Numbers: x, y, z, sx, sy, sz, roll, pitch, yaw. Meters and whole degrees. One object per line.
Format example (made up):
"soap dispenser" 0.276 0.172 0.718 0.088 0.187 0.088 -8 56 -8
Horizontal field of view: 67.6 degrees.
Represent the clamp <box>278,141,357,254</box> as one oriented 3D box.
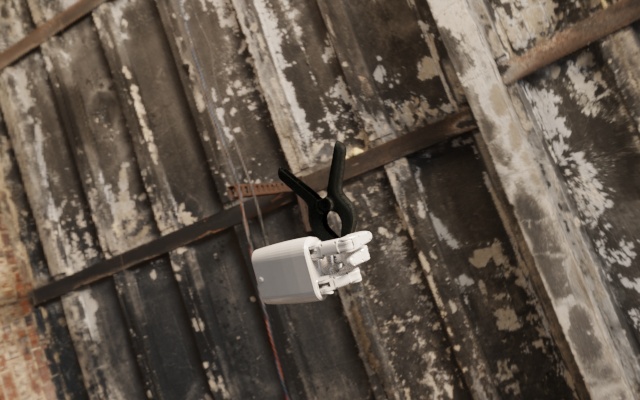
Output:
"clamp" 0.001 0.003 0.751 0.120 0.171 0.039 -13 -2 29
